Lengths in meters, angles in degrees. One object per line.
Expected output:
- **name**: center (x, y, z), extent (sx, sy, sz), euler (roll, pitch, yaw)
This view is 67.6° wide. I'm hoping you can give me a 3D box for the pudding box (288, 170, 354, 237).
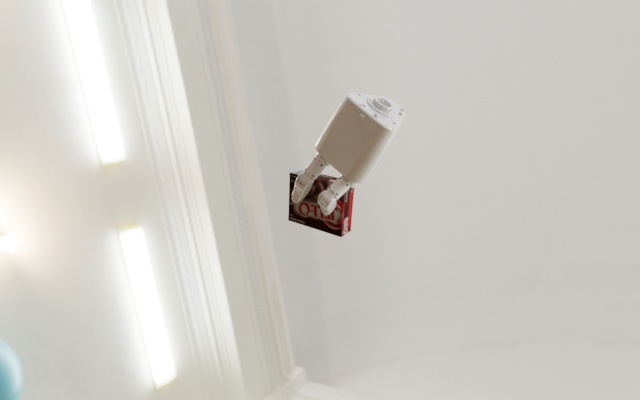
- **pudding box**: center (0.000, 0.003, 0.809), extent (0.113, 0.090, 0.039), euler (16, 24, 31)
